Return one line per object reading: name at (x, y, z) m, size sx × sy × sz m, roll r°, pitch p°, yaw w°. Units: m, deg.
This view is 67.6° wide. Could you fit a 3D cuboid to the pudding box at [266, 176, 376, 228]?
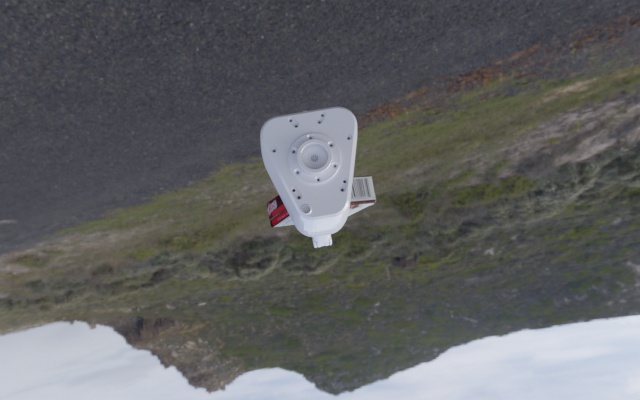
pudding box at (0.000, 0.002, 0.604) m, size 0.113 × 0.039 × 0.090 m, roll -3°, pitch -15°, yaw -30°
